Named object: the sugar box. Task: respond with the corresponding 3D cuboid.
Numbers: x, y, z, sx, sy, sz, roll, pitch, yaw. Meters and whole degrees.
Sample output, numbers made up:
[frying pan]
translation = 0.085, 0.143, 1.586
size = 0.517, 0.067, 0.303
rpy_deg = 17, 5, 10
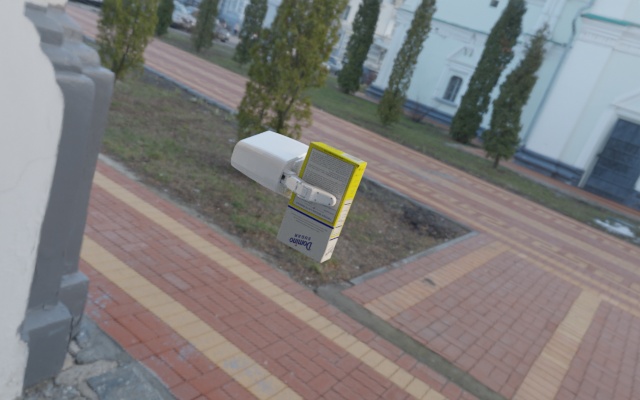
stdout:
[sugar box]
translation = 0.000, 0.002, 0.784
size = 0.093, 0.176, 0.048
rpy_deg = 27, 18, 21
